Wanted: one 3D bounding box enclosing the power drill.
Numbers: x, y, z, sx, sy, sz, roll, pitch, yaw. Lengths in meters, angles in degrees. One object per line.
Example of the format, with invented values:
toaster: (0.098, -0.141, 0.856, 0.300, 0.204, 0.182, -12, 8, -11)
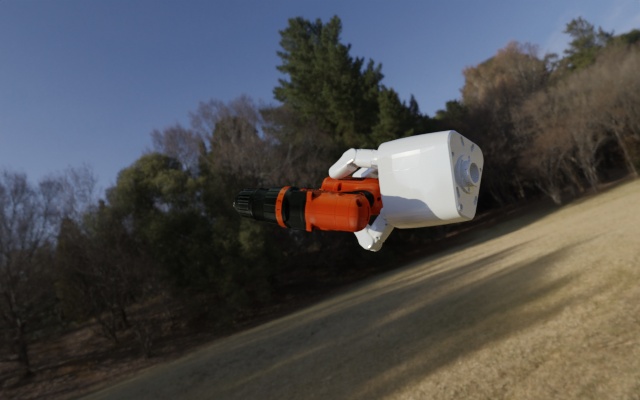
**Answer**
power drill: (0.001, 0.002, 0.660, 0.184, 0.057, 0.187, 7, 11, 24)
